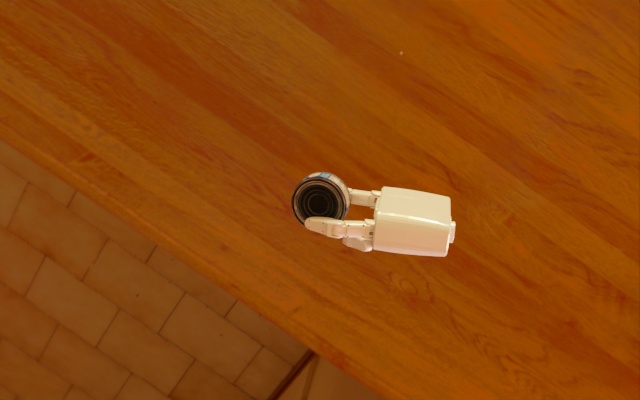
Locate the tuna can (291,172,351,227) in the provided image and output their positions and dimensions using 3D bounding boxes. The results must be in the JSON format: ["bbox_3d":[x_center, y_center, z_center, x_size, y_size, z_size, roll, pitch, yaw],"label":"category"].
[{"bbox_3d":[0.000,0.002,0.713,0.086,0.086,0.033,0,16,15],"label":"tuna can"}]
